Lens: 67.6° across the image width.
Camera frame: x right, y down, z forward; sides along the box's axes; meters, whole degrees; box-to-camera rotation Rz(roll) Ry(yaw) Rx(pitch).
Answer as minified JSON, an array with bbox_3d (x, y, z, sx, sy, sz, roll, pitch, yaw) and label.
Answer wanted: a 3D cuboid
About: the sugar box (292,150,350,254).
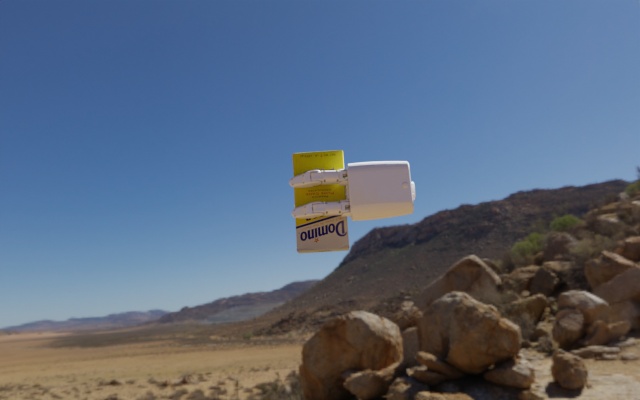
[{"bbox_3d":[0.000,0.003,0.847,0.093,0.176,0.048,-4,-13,2],"label":"sugar box"}]
